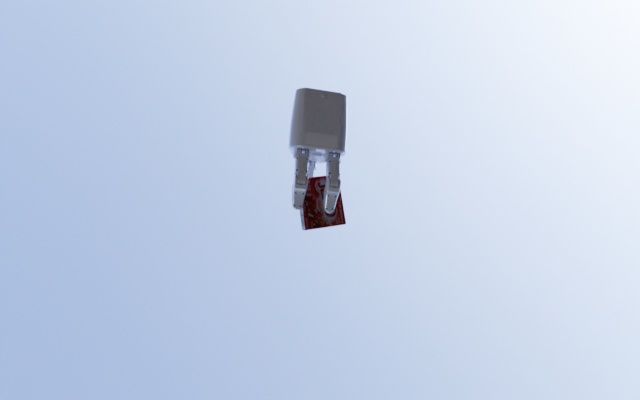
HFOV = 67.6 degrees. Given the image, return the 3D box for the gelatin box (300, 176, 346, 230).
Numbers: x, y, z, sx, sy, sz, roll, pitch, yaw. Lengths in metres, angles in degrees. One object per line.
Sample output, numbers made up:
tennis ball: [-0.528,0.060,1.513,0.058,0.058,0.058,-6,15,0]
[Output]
gelatin box: [0.000,0.003,0.822,0.073,0.089,0.030,-8,-2,-15]
